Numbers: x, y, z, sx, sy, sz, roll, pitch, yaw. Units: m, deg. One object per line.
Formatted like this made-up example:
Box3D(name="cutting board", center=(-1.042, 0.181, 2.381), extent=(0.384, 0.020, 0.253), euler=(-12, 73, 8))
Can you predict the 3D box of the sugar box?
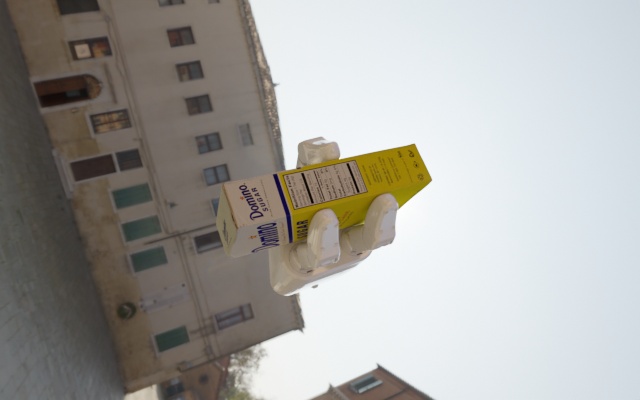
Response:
Box3D(name="sugar box", center=(0.000, 0.002, 0.424), extent=(0.176, 0.048, 0.093), euler=(-16, -17, -20))
